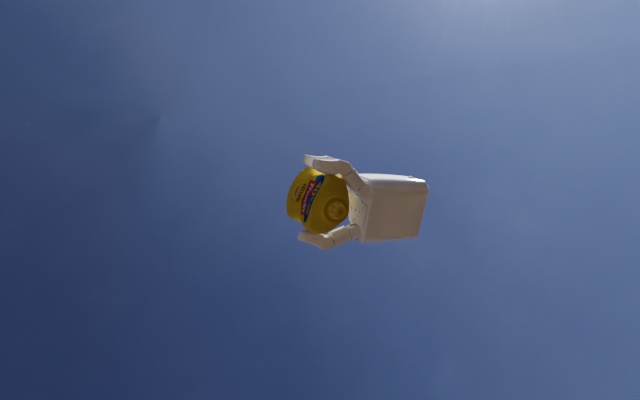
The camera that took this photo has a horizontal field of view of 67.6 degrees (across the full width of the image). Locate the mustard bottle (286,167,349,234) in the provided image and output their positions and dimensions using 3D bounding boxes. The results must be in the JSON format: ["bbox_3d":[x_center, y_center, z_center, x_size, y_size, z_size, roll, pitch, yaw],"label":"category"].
[{"bbox_3d":[0.000,0.002,0.759,0.058,0.096,0.191,25,1,-21],"label":"mustard bottle"}]
